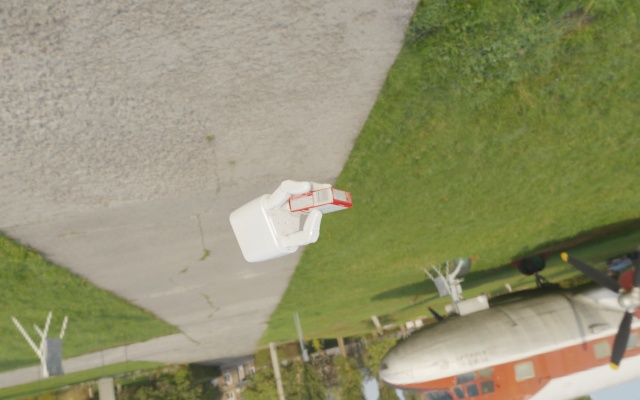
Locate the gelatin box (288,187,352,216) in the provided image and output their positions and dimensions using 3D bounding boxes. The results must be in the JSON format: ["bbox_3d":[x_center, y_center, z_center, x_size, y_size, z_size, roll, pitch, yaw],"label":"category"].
[{"bbox_3d":[0.000,0.003,0.835,0.089,0.030,0.073,-13,-13,29],"label":"gelatin box"}]
